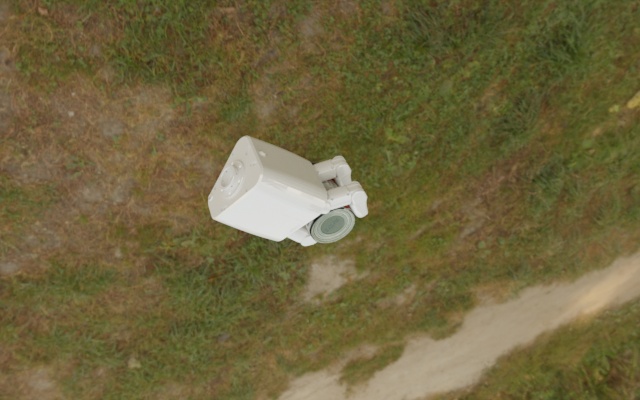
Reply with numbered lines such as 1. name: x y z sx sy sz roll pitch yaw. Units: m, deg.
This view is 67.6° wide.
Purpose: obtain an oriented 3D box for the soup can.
1. soup can: 0.000 0.003 0.682 0.068 0.068 0.102 0 41 -27
